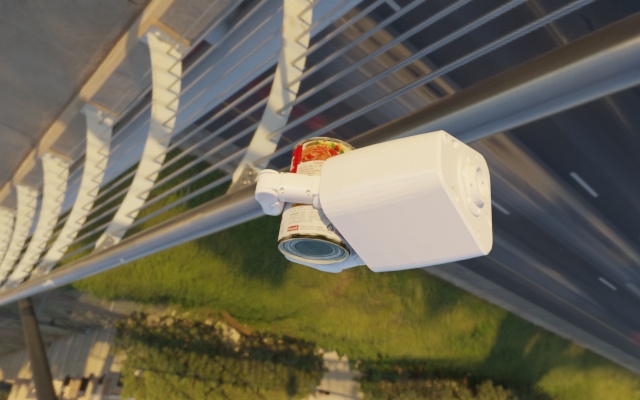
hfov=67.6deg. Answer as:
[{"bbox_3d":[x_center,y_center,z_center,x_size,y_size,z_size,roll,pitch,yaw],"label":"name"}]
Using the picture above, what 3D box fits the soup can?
[{"bbox_3d":[0.000,0.002,0.451,0.068,0.102,0.068,6,-26,3],"label":"soup can"}]
